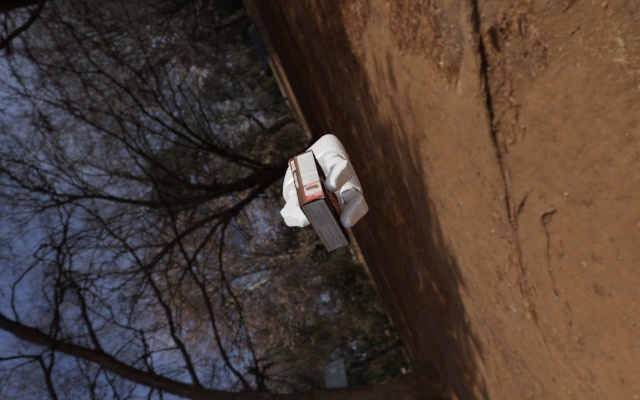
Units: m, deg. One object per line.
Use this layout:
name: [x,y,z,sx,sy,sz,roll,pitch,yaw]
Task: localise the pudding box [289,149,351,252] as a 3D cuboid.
pudding box: [0.000,0.002,0.640,0.039,0.090,0.114,-23,-42,9]
